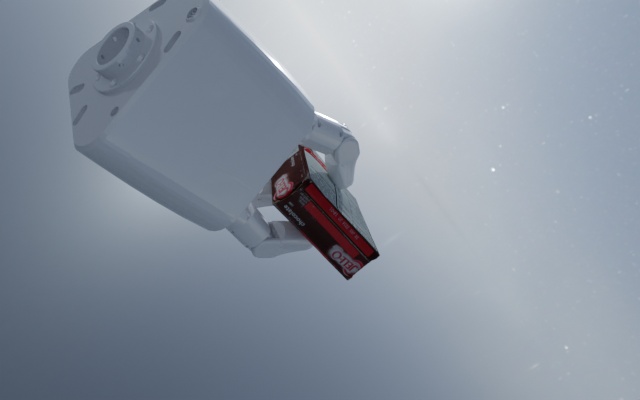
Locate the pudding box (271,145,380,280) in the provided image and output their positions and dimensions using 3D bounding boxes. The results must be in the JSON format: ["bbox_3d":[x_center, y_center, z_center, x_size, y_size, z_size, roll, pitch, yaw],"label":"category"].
[{"bbox_3d":[0.000,0.001,0.402,0.039,0.090,0.113,-37,23,12],"label":"pudding box"}]
